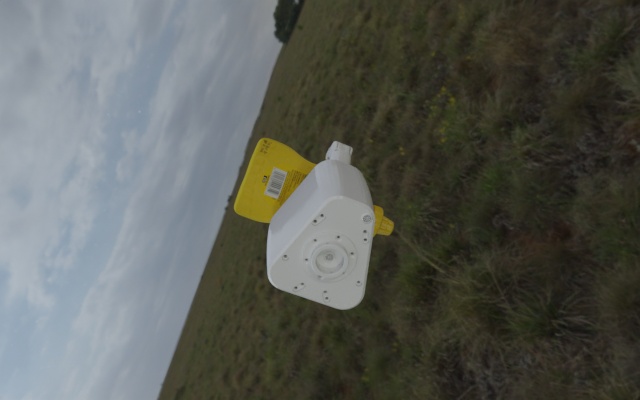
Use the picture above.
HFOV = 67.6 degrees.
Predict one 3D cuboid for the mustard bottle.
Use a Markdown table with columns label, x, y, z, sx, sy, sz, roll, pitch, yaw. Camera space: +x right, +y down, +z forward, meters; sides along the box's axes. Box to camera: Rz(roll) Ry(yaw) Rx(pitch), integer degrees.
| label | x | y | z | sx | sy | sz | roll | pitch | yaw |
| --- | --- | --- | --- | --- | --- | --- | --- | --- | --- |
| mustard bottle | 0.000 | 0.002 | 0.578 | 0.191 | 0.096 | 0.058 | 21 | -6 | -10 |
